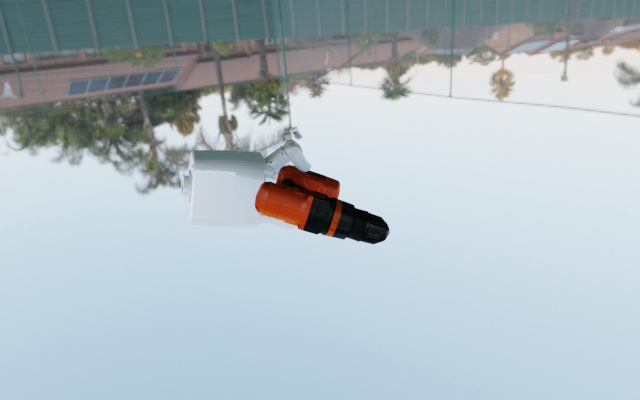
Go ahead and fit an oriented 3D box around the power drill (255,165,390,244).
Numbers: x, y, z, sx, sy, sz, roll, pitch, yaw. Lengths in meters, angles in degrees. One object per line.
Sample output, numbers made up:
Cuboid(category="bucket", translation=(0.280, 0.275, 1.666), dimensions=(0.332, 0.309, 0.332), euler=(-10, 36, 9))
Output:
Cuboid(category="power drill", translation=(0.000, 0.002, 0.700), dimensions=(0.184, 0.057, 0.187), euler=(18, 10, -8))
